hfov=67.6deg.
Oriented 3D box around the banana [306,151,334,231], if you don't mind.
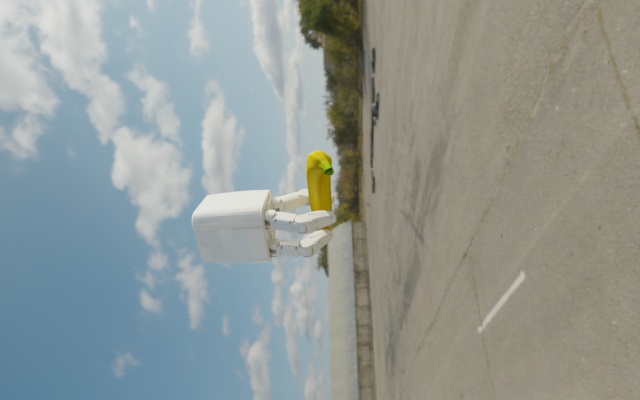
[{"bbox_3d":[-0.001,-0.016,0.702,0.037,0.069,0.198,-3,-30,-1],"label":"banana"}]
